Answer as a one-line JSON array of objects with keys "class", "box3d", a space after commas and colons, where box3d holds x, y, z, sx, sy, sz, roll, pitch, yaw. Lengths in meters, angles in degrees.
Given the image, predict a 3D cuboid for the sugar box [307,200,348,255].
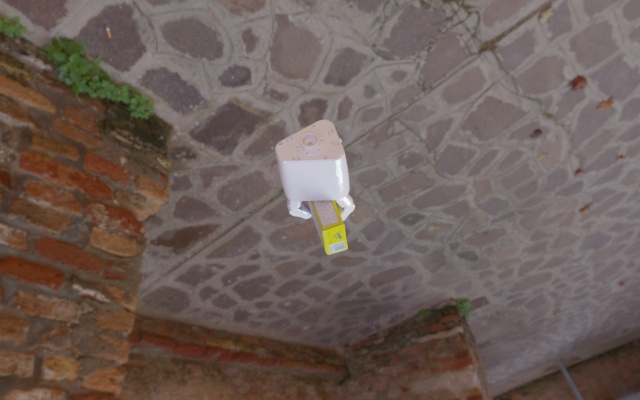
[{"class": "sugar box", "box3d": [0.001, 0.003, 0.879, 0.048, 0.176, 0.093, -16, -34, -4]}]
